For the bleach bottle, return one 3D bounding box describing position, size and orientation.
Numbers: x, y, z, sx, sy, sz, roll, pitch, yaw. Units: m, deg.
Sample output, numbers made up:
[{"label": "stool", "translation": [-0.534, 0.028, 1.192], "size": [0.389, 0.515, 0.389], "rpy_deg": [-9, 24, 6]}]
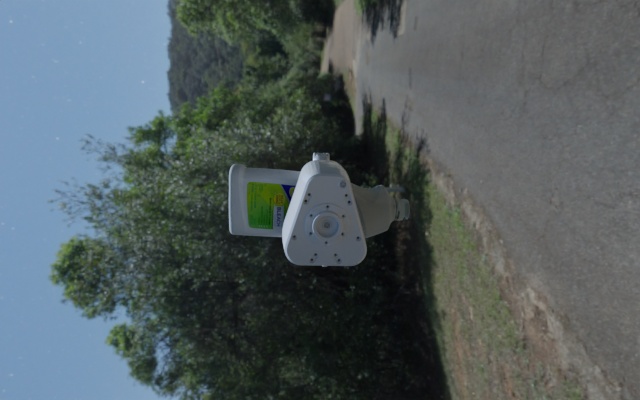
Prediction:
[{"label": "bleach bottle", "translation": [0.000, 0.002, 0.678], "size": [0.251, 0.102, 0.068], "rpy_deg": [1, 12, -3]}]
